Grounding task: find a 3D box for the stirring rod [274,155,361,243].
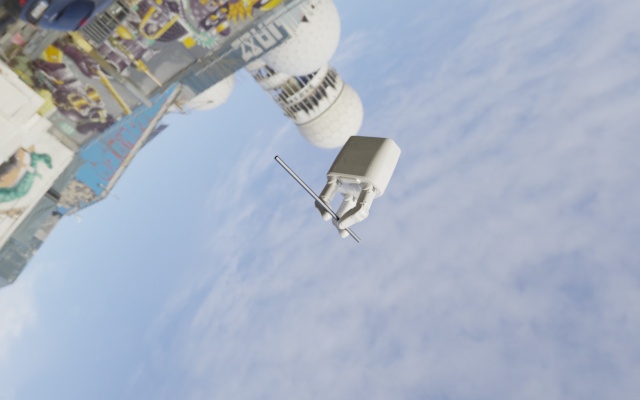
[{"bbox_3d":[0.000,0.003,0.840,0.011,0.011,0.240,0,-38,50],"label":"stirring rod"}]
